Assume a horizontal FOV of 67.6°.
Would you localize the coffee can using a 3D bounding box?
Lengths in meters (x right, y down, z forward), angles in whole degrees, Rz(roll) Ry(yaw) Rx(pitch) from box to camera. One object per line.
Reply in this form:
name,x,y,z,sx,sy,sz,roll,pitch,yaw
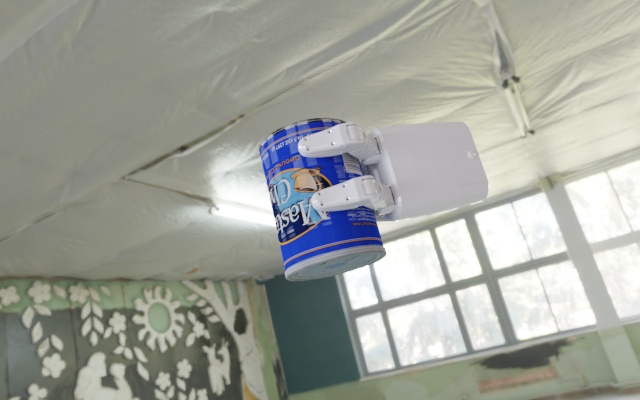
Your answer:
coffee can,0.000,0.002,0.492,0.103,0.140,0.103,-13,-17,-4
